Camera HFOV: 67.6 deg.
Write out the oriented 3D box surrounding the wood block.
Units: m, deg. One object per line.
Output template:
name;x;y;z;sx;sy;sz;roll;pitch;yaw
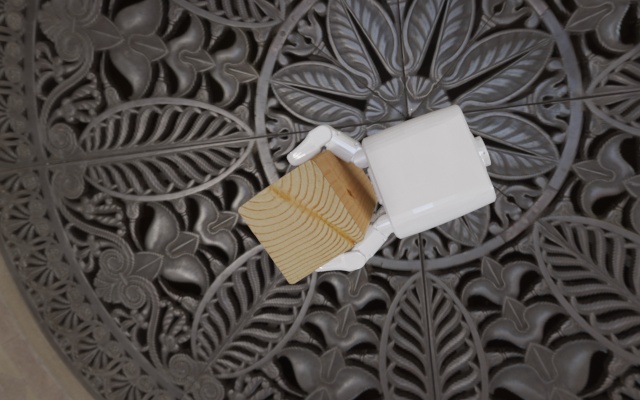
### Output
wood block;0.000;0.001;0.538;0.090;0.091;0.206;-33;3;15
